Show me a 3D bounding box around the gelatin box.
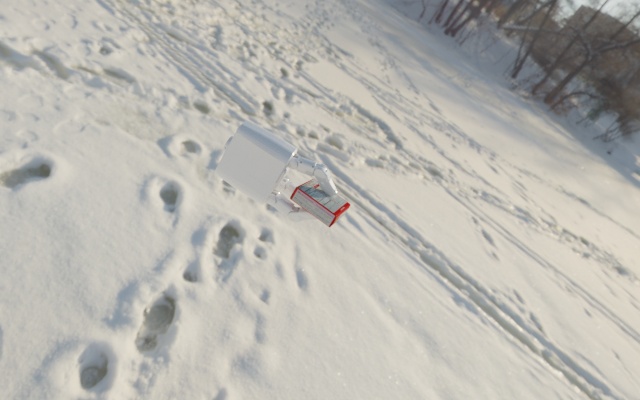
[{"bbox_3d":[0.001,0.003,0.844,0.089,0.030,0.073,35,25,10],"label":"gelatin box"}]
